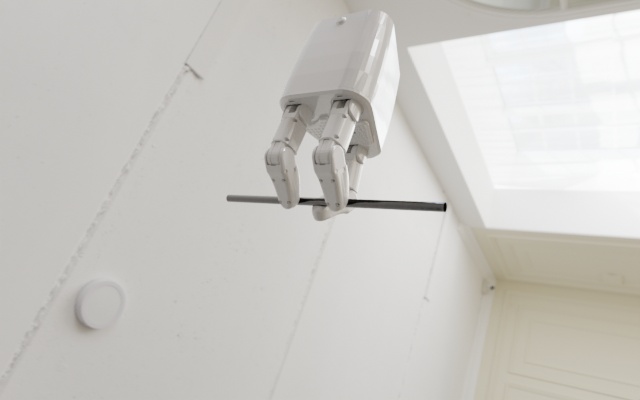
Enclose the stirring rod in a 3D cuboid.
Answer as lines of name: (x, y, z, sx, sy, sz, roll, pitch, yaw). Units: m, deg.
stirring rod: (0.000, 0.001, 0.447, 0.239, 0.011, 0.011, 2, 1, 35)
